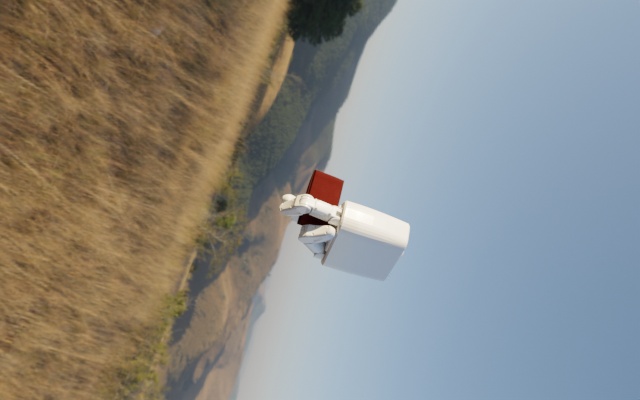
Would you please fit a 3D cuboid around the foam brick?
[{"bbox_3d":[0.000,0.002,0.755,0.051,0.078,0.053,18,-31,-5],"label":"foam brick"}]
